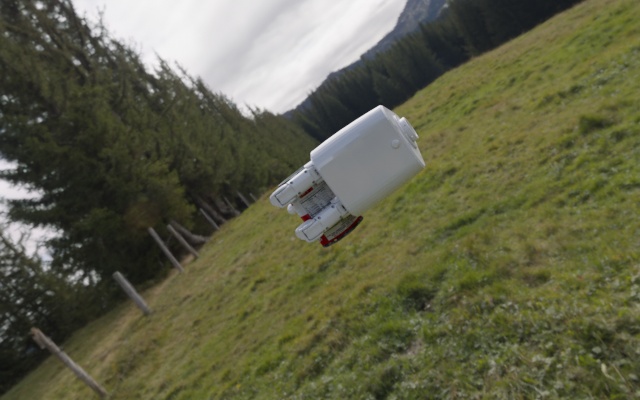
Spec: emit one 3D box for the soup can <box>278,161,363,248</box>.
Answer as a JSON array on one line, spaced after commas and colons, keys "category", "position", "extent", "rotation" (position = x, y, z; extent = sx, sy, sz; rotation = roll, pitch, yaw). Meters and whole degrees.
[{"category": "soup can", "position": [0.000, 0.002, 0.633], "extent": [0.068, 0.102, 0.068], "rotation": [-37, 7, 5]}]
